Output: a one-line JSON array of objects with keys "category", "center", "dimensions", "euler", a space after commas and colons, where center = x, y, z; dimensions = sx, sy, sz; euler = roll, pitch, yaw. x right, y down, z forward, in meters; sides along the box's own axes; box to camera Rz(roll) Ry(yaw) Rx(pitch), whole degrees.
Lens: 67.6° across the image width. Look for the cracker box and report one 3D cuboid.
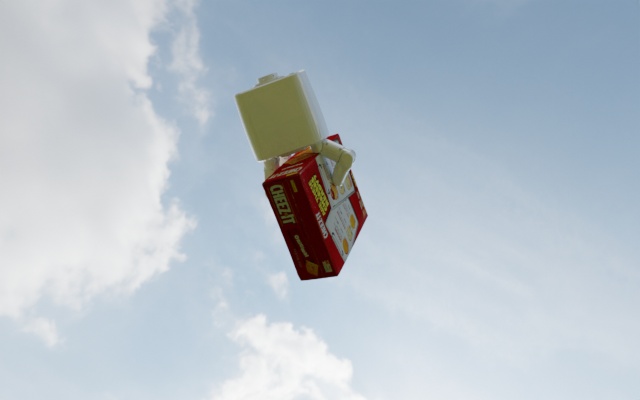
[{"category": "cracker box", "center": [0.000, 0.002, 0.763], "dimensions": [0.072, 0.164, 0.213], "euler": [-14, 18, 23]}]
